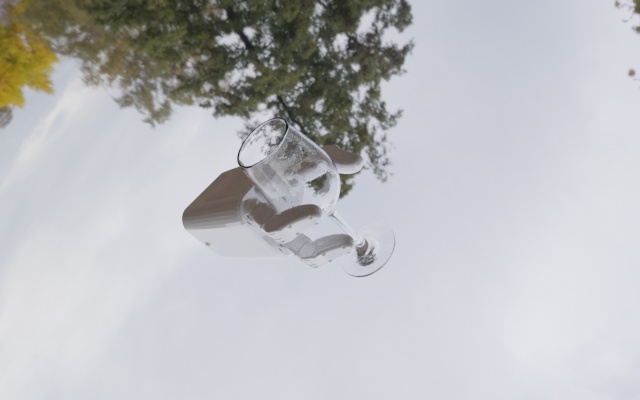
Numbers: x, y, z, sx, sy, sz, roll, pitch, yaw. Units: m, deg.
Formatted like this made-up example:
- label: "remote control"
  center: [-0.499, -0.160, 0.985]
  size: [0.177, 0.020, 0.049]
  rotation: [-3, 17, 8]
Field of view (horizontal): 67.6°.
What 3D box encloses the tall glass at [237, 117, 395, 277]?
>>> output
- label: "tall glass"
  center: [0.001, 0.002, 0.509]
  size: [0.079, 0.079, 0.201]
  rotation: [0, -35, 43]
